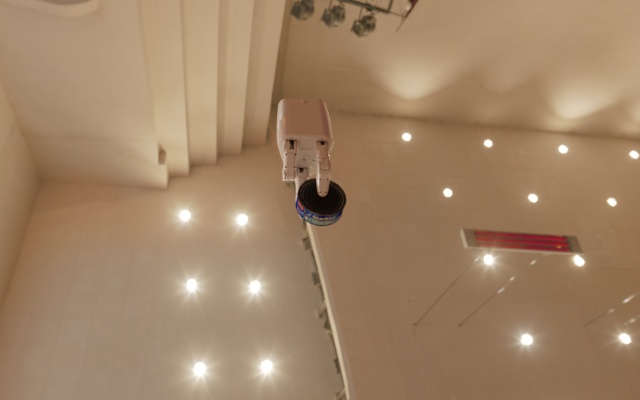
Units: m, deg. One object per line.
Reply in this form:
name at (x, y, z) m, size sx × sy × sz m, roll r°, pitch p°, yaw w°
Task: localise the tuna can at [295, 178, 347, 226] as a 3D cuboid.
tuna can at (0.000, 0.003, 0.830) m, size 0.086 × 0.086 × 0.034 m, roll 0°, pitch -41°, yaw -14°
